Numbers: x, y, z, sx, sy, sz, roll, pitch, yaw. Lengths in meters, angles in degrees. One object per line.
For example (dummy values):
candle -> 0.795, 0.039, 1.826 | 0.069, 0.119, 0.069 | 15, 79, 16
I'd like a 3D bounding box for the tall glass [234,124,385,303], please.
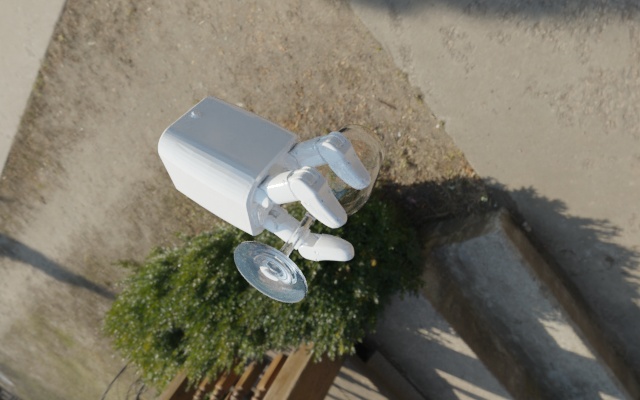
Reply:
tall glass -> 0.000, 0.002, 0.478 | 0.079, 0.079, 0.201 | 0, 39, 36
